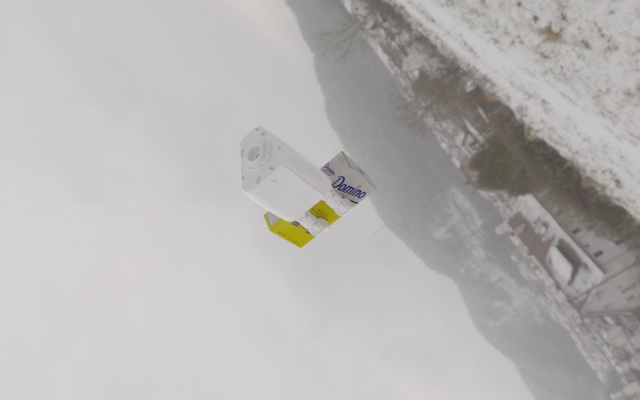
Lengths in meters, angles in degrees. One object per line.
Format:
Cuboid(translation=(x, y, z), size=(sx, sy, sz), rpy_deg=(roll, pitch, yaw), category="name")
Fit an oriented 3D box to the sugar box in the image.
Cuboid(translation=(0.000, 0.003, 0.813), size=(0.176, 0.048, 0.093), rpy_deg=(-37, -41, 16), category="sugar box")
